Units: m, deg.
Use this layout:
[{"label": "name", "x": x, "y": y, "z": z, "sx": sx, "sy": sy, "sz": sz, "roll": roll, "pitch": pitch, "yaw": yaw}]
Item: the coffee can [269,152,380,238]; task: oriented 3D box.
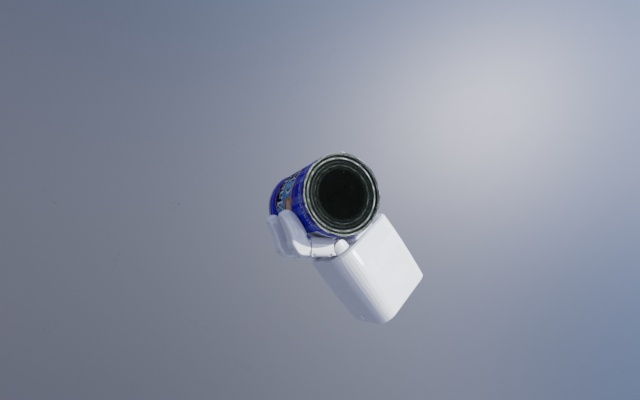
[{"label": "coffee can", "x": 0.000, "y": 0.002, "z": 0.633, "sx": 0.103, "sy": 0.103, "sz": 0.140, "roll": 0, "pitch": -8, "yaw": -23}]
